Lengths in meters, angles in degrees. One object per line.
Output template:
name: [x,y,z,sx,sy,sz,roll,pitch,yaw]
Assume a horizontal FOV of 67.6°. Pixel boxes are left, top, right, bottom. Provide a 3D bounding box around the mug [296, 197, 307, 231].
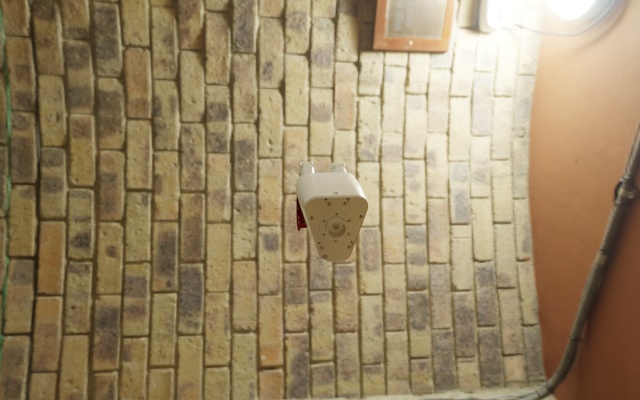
mug: [0.000,0.002,0.848,0.081,0.093,0.117,1,22,-7]
